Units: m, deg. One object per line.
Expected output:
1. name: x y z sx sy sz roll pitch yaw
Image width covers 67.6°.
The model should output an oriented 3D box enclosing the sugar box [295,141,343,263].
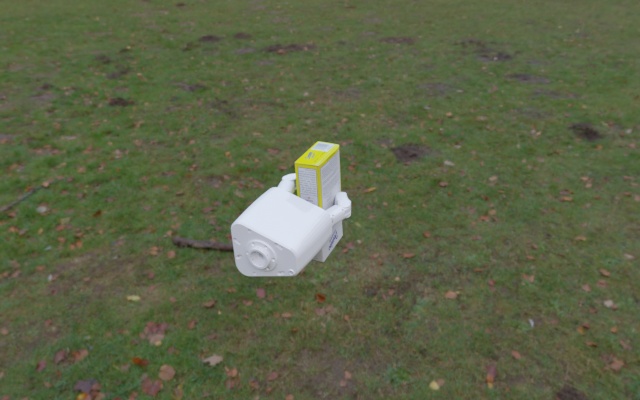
1. sugar box: 0.000 0.002 0.781 0.048 0.176 0.093 12 31 21
